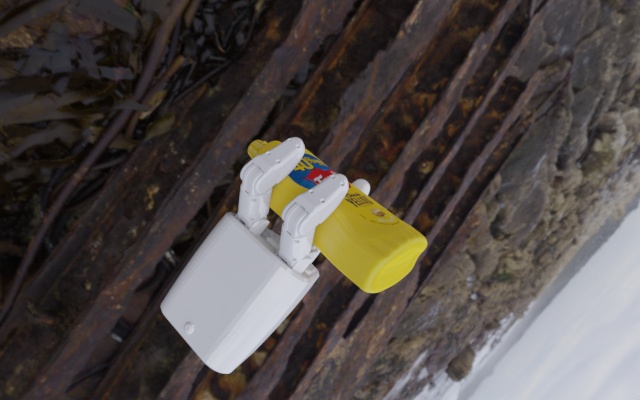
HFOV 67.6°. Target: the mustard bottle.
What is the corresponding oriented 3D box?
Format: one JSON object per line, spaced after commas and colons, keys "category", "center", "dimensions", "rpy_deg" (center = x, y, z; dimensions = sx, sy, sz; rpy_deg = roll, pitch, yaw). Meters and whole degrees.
{"category": "mustard bottle", "center": [0.000, 0.001, 0.438], "dimensions": [0.191, 0.058, 0.096], "rpy_deg": [39, 26, 25]}
